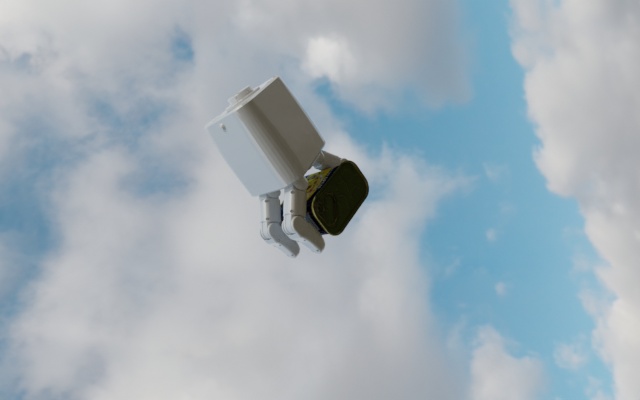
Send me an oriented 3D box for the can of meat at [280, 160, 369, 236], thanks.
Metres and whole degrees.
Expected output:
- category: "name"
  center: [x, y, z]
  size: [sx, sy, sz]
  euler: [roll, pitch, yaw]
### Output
- category: "can of meat"
  center: [0.000, 0.002, 0.612]
  size: [0.084, 0.057, 0.102]
  euler: [-14, 31, 47]
